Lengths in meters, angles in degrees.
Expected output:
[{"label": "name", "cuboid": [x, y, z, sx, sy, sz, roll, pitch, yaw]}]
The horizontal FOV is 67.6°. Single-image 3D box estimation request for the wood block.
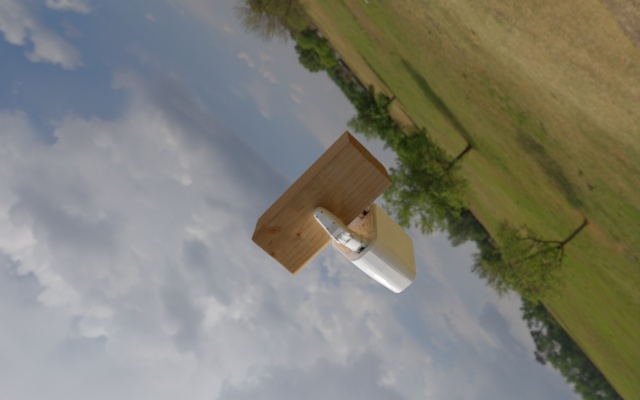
[{"label": "wood block", "cuboid": [0.000, 0.003, 0.732, 0.090, 0.206, 0.090, 42, 14, -14]}]
